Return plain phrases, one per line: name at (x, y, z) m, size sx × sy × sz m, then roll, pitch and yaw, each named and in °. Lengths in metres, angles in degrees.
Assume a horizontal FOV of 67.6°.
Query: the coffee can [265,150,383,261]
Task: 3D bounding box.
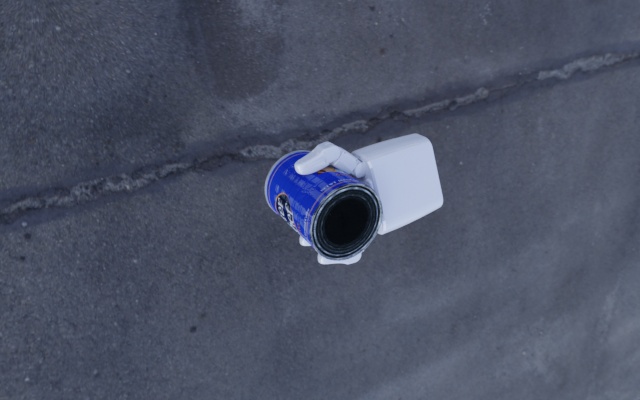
coffee can at (0.000, 0.002, 0.631) m, size 0.103 × 0.103 × 0.140 m, roll 0°, pitch 22°, yaw -31°
